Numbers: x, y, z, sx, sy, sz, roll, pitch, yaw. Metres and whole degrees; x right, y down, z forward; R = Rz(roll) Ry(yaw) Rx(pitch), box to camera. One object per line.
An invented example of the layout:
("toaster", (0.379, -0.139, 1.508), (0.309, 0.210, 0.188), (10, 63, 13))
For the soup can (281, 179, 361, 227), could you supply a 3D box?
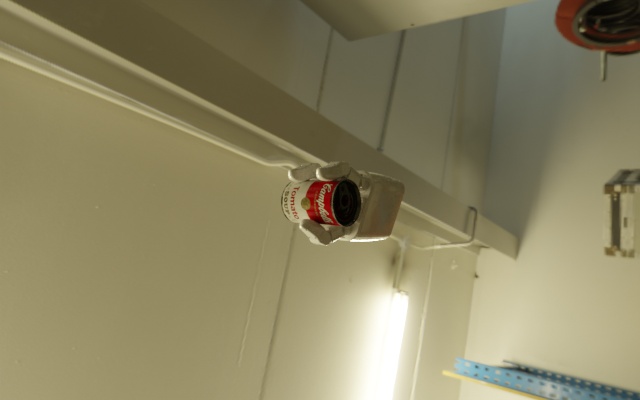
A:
("soup can", (0.000, 0.002, 0.709), (0.102, 0.068, 0.068), (2, 1, 40))
